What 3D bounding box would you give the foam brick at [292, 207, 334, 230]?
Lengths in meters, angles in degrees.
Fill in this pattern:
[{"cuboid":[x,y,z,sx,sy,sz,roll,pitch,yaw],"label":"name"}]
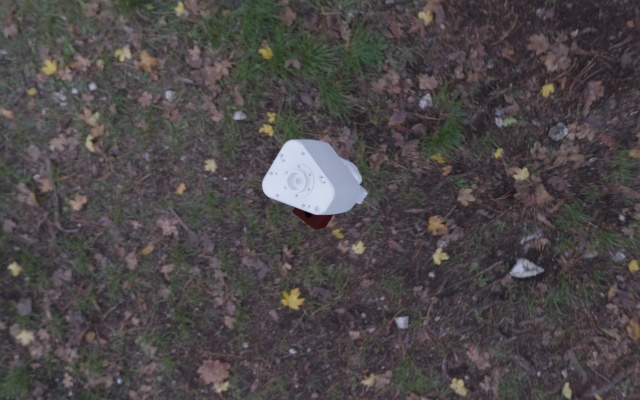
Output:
[{"cuboid":[0.000,0.003,0.799,0.053,0.078,0.051,37,16,16],"label":"foam brick"}]
